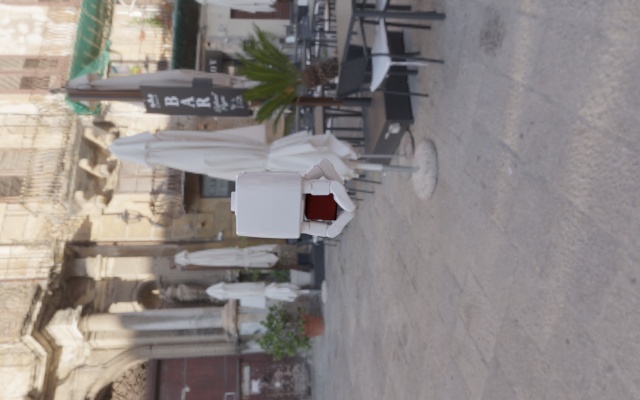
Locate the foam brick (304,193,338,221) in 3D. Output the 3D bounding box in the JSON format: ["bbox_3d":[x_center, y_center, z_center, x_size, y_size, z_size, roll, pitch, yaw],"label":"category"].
[{"bbox_3d":[0.000,0.003,0.833,0.051,0.053,0.078,3,6,-5],"label":"foam brick"}]
